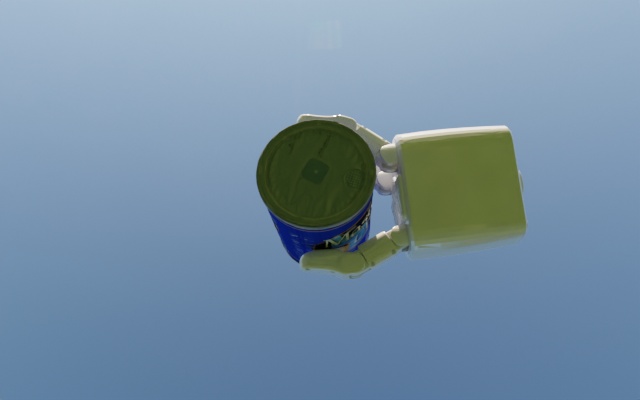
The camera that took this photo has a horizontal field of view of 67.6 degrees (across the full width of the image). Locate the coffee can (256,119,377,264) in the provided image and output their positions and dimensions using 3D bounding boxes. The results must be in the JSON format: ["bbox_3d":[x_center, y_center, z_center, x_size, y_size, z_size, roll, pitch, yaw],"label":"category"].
[{"bbox_3d":[0.000,0.002,0.468,0.103,0.102,0.140,0,-23,4],"label":"coffee can"}]
